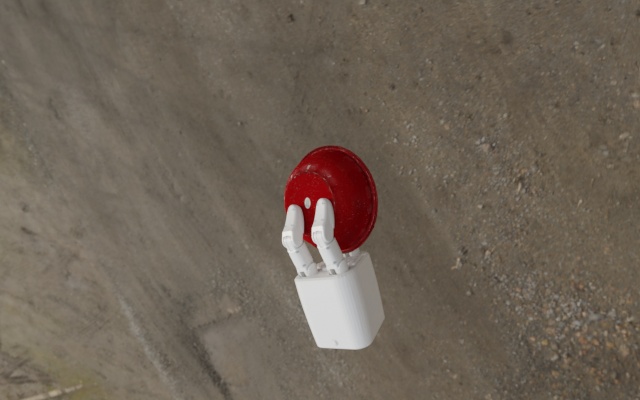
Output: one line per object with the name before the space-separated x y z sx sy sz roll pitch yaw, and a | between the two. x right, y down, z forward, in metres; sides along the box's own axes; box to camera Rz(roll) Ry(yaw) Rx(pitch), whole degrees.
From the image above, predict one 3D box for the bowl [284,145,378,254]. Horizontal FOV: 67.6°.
bowl | -0.001 0.001 0.682 0.162 0.162 0.055 0 6 39
